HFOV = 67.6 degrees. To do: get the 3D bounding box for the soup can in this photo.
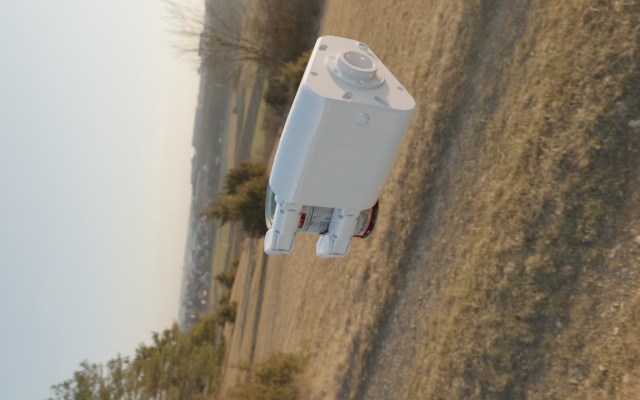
[{"bbox_3d":[0.000,0.002,0.489,0.102,0.068,0.068,5,-2,-17],"label":"soup can"}]
